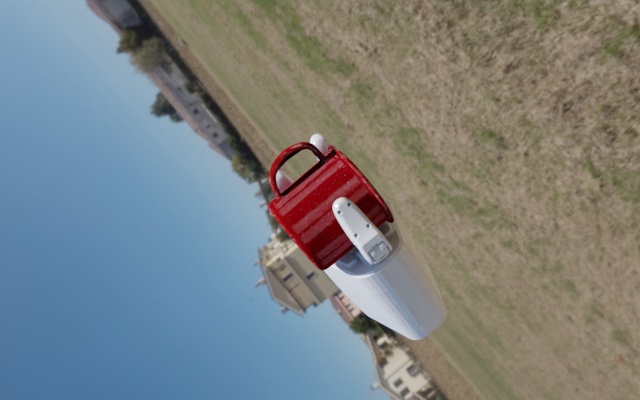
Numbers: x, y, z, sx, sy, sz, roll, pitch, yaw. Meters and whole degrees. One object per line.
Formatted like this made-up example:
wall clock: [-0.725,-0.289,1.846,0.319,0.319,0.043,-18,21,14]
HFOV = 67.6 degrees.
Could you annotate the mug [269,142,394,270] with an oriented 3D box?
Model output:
mug: [-0.001,0.001,0.436,0.081,0.117,0.093,-40,24,-3]
